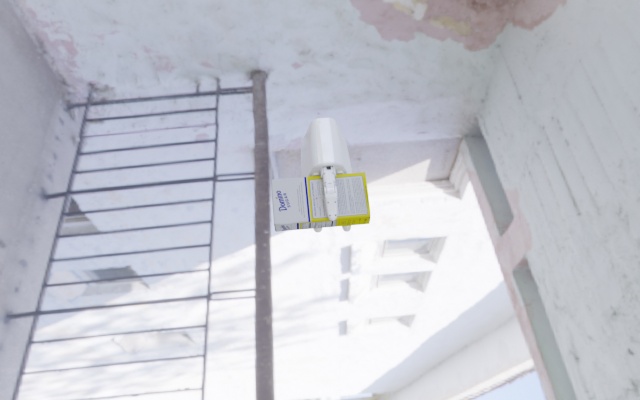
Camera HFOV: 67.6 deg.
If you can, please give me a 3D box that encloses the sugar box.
[{"bbox_3d":[0.000,0.003,0.882,0.176,0.093,0.048,-5,-24,-1],"label":"sugar box"}]
